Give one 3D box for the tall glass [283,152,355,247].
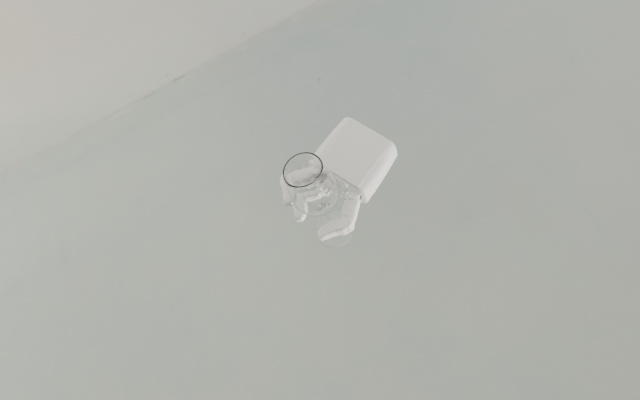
[{"bbox_3d":[0.000,0.003,0.780,0.079,0.079,0.201,0,-29,18],"label":"tall glass"}]
